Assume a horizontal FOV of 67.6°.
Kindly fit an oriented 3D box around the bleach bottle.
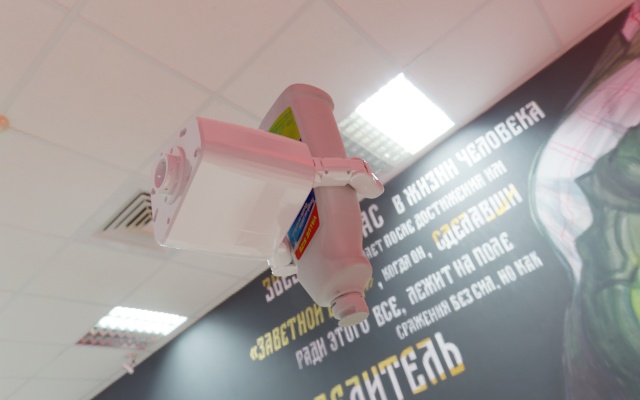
[{"bbox_3d":[0.000,0.002,0.484,0.068,0.250,0.103,11,-44,-37],"label":"bleach bottle"}]
